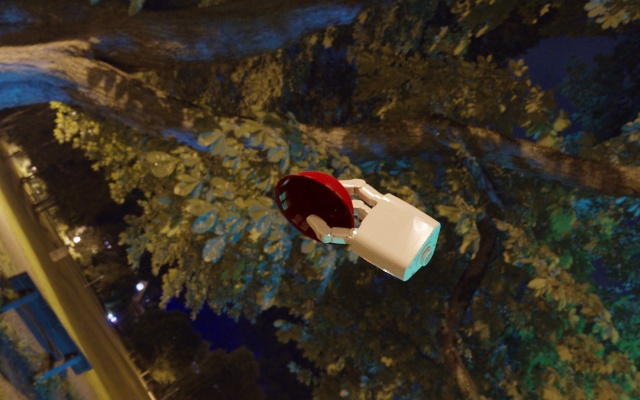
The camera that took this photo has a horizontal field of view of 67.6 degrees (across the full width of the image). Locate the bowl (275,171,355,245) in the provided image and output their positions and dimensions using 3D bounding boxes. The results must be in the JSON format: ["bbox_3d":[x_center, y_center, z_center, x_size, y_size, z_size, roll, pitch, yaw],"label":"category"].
[{"bbox_3d":[-0.001,0.002,0.853,0.162,0.162,0.055,0,40,39],"label":"bowl"}]
